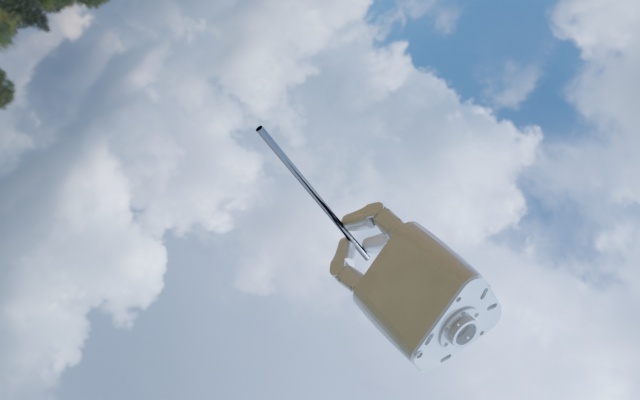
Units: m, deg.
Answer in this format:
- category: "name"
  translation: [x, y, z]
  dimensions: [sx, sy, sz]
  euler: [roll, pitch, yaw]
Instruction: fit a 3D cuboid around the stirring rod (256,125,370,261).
- category: "stirring rod"
  translation: [0.000, 0.002, 0.546]
  dimensions: [0.011, 0.011, 0.240]
  euler: [0, -37, 40]
